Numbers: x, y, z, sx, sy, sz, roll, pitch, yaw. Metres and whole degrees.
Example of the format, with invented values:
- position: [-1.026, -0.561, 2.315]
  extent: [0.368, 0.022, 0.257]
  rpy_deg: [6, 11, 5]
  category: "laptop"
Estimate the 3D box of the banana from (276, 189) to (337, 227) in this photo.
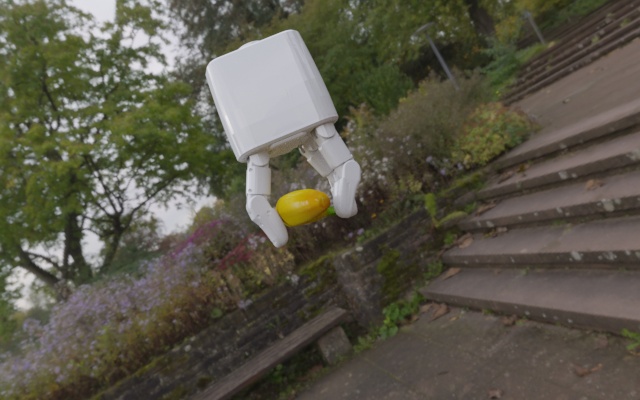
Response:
- position: [-0.017, 0.007, 0.538]
  extent: [0.069, 0.037, 0.198]
  rpy_deg: [-16, -3, 5]
  category: "banana"
